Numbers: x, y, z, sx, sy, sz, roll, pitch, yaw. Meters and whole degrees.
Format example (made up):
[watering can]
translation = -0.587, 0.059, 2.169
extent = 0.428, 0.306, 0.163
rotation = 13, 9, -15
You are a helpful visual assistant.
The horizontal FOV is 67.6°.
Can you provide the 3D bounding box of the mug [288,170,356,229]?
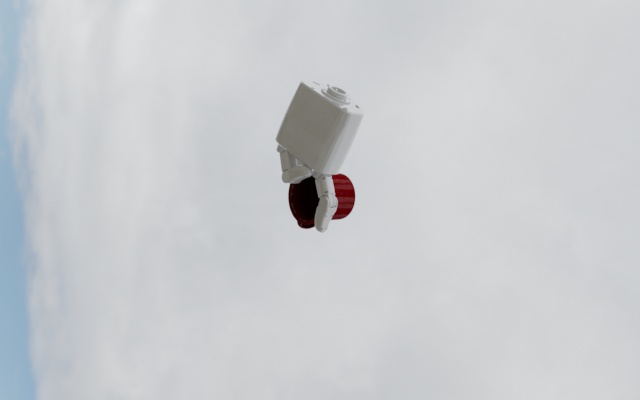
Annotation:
[mug]
translation = 0.000, 0.004, 0.814
extent = 0.081, 0.117, 0.093
rotation = -1, 38, -40
